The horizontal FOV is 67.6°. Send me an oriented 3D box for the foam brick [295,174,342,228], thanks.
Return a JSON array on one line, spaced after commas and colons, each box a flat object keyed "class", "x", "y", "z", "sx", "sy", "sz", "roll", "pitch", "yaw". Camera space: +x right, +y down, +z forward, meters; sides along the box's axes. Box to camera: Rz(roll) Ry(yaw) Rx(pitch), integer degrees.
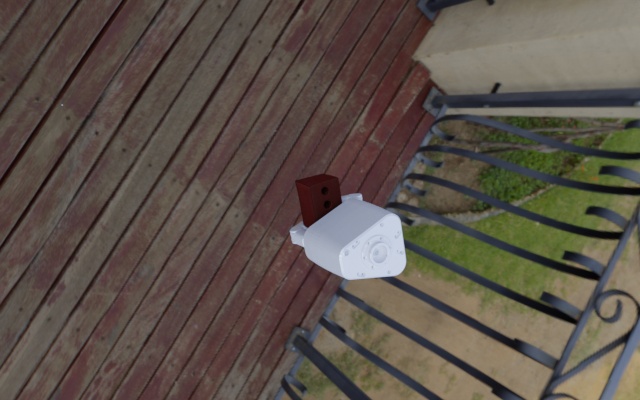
[{"class": "foam brick", "x": 0.000, "y": 0.002, "z": 0.748, "sx": 0.053, "sy": 0.078, "sz": 0.051, "roll": -18, "pitch": 17, "yaw": -24}]
